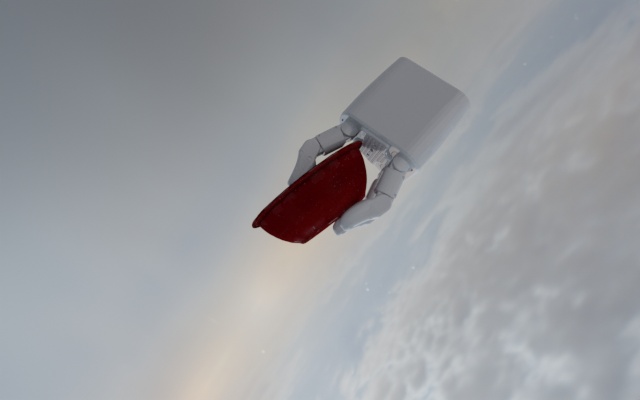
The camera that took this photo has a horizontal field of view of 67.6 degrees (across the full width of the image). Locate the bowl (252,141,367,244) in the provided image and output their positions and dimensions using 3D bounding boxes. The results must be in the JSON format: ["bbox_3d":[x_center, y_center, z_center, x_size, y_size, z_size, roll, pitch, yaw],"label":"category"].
[{"bbox_3d":[-0.001,0.003,0.557,0.162,0.055,0.162,-37,-5,-3],"label":"bowl"}]
